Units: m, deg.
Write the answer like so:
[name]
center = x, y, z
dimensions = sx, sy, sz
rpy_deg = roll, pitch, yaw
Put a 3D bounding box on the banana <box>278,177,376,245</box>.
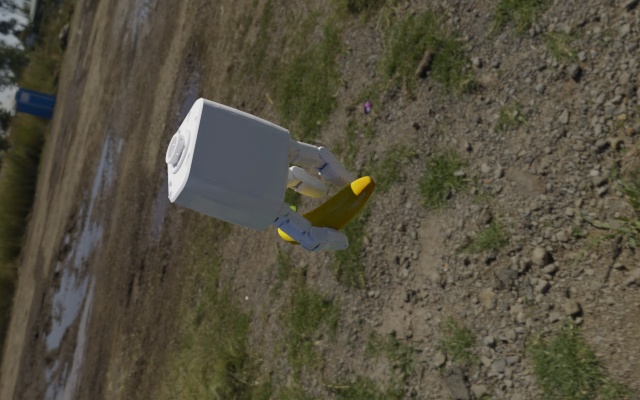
[banana]
center = -0.006, 0.020, 0.589
dimensions = 0.037, 0.069, 0.198
rpy_deg = 24, -22, -27
